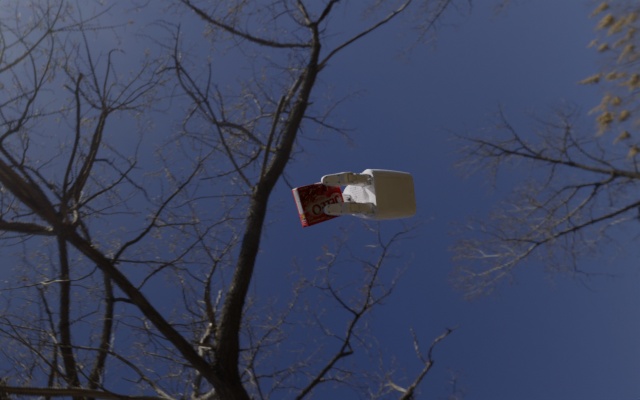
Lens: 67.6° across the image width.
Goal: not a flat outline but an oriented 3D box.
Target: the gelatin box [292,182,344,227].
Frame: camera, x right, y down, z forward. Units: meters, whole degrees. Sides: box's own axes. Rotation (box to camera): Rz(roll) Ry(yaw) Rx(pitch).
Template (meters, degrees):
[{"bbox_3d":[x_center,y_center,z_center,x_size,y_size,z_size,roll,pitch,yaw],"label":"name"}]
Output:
[{"bbox_3d":[0.000,0.003,0.885,0.089,0.073,0.030,-16,-1,-27],"label":"gelatin box"}]
